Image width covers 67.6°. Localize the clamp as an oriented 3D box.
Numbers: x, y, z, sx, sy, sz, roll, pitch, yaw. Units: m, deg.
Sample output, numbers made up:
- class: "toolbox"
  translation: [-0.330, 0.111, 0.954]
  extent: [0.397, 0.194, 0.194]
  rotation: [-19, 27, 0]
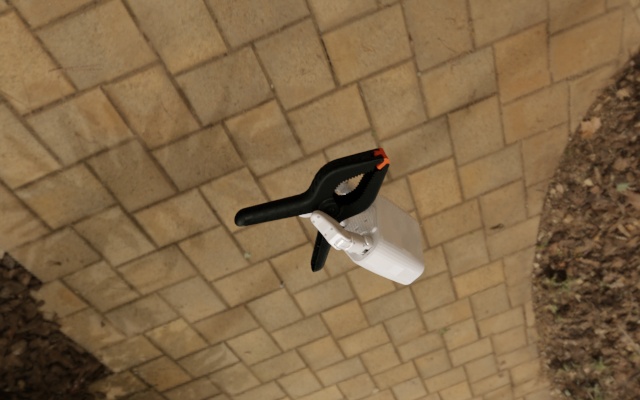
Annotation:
- class: "clamp"
  translation: [0.001, 0.002, 0.635]
  extent: [0.164, 0.210, 0.036]
  rotation: [29, 26, -34]
